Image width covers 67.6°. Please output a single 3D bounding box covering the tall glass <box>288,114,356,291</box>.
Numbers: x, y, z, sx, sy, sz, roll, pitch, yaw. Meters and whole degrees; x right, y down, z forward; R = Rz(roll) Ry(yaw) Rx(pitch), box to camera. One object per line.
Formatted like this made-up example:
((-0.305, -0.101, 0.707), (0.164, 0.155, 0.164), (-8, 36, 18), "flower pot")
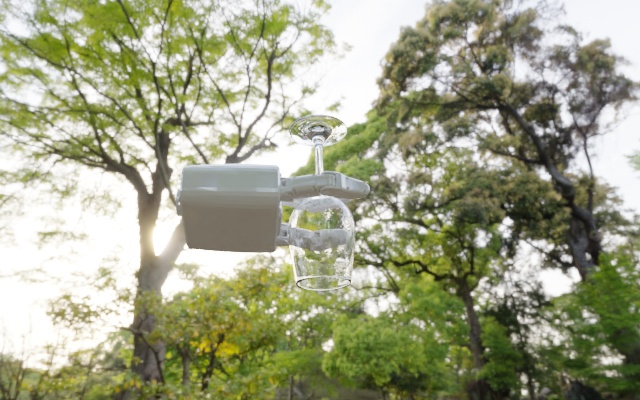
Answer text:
((0.000, 0.001, 0.569), (0.079, 0.201, 0.079), (-2, -24, -1), "tall glass")
